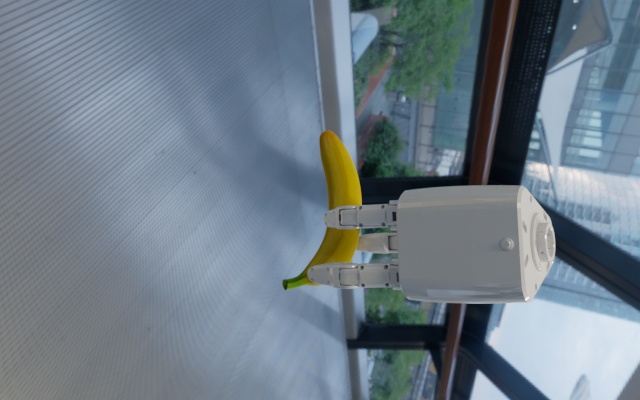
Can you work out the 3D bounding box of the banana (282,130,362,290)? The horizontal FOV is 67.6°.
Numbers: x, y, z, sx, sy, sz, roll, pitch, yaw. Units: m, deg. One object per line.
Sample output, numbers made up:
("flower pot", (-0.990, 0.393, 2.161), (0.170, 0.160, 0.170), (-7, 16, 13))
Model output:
("banana", (0.015, 0.012, 0.528), (0.070, 0.197, 0.037), (25, -30, -23))
